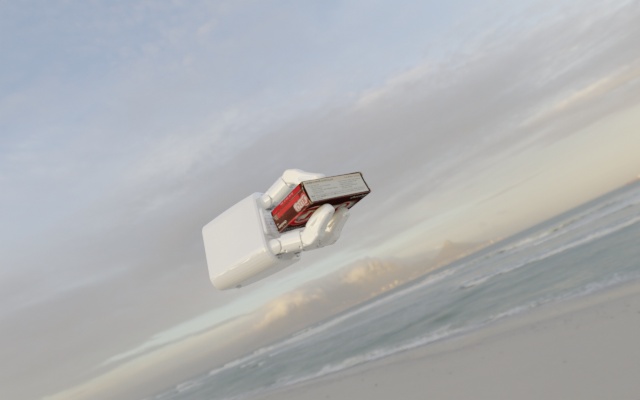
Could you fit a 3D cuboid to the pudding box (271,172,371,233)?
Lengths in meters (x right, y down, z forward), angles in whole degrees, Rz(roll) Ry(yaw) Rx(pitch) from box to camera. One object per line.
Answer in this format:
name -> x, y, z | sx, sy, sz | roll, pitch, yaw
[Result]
pudding box -> 0.000, 0.002, 0.661 | 0.113, 0.039, 0.090 | -14, -18, -40
